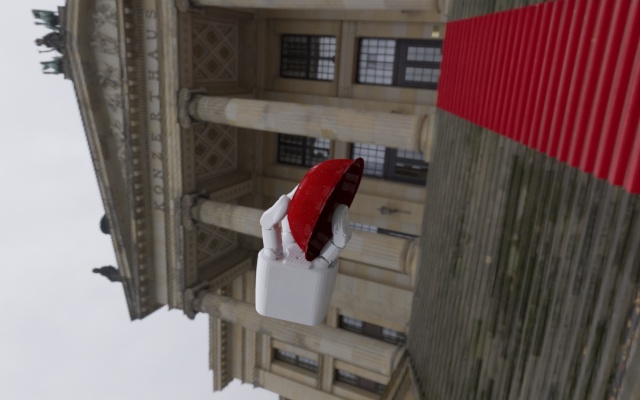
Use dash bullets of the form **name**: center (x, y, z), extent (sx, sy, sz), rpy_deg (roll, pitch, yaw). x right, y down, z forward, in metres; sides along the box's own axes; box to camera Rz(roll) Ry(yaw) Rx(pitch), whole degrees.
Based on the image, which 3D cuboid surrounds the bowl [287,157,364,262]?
- **bowl**: center (0.000, 0.001, 0.668), extent (0.055, 0.162, 0.162), rpy_deg (28, 7, 13)
